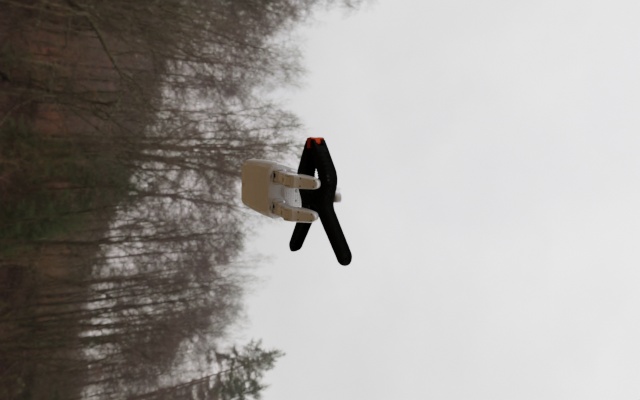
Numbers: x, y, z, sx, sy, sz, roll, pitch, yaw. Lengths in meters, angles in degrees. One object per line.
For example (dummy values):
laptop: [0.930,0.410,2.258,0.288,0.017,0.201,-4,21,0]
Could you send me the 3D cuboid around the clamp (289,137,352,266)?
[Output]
clamp: [0.001,0.002,0.786,0.036,0.210,0.164,-5,13,-36]
